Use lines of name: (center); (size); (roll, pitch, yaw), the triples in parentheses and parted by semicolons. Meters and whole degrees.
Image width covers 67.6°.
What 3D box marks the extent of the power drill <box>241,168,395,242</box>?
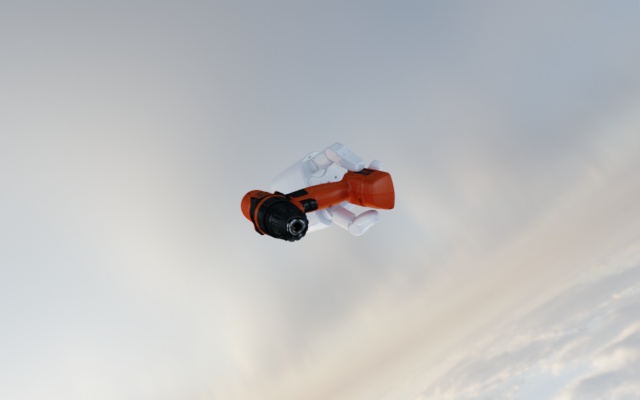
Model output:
power drill: (0.000, 0.002, 0.629); (0.187, 0.057, 0.184); (-12, 14, -22)
